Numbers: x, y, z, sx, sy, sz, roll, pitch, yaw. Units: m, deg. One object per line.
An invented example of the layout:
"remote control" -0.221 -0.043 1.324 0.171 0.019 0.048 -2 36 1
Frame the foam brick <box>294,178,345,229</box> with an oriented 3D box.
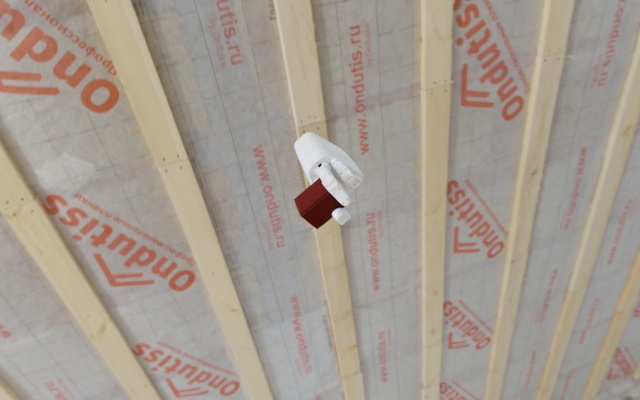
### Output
"foam brick" 0.000 0.003 0.873 0.053 0.078 0.051 44 10 -39
